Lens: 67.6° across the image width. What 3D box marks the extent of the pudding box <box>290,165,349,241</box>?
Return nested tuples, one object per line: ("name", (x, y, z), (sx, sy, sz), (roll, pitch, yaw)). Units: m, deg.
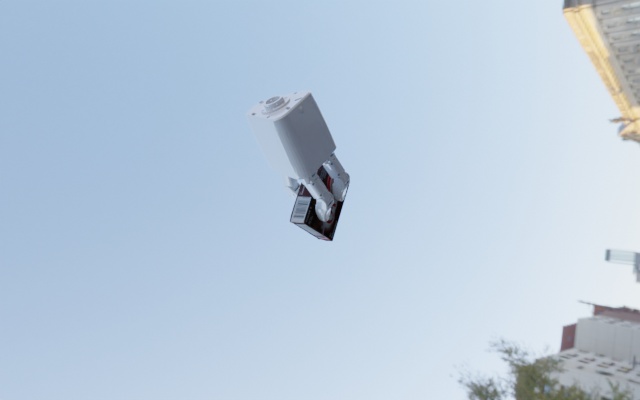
("pudding box", (0.000, 0.003, 0.826), (0.039, 0.113, 0.090), (6, -19, 40))
